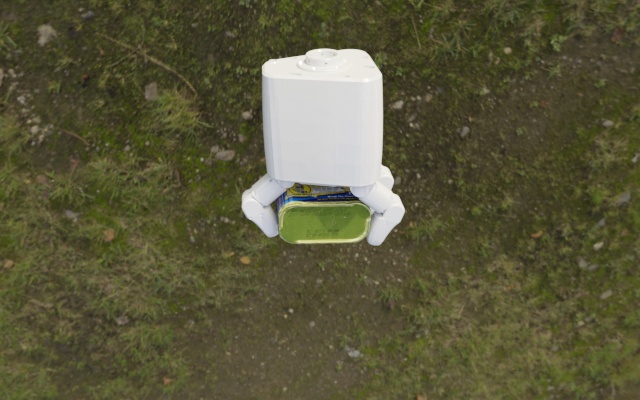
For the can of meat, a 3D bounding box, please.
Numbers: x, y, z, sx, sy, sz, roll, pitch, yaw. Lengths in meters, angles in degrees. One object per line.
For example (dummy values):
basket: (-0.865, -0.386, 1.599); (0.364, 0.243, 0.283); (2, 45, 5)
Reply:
can of meat: (0.000, 0.002, 0.522); (0.102, 0.057, 0.084); (-1, 33, -7)
